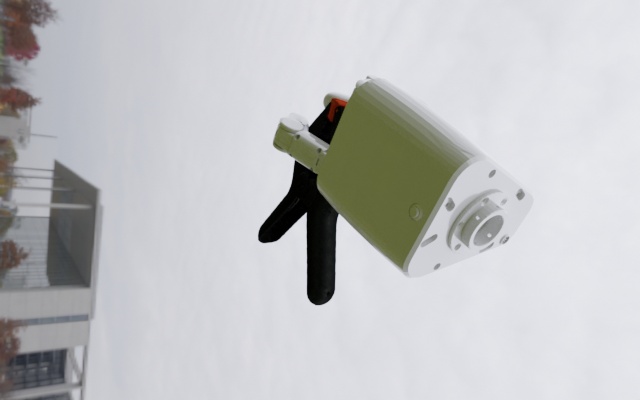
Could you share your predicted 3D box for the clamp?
[{"bbox_3d":[0.001,0.001,0.417,0.039,0.171,0.120,-1,35,-40],"label":"clamp"}]
